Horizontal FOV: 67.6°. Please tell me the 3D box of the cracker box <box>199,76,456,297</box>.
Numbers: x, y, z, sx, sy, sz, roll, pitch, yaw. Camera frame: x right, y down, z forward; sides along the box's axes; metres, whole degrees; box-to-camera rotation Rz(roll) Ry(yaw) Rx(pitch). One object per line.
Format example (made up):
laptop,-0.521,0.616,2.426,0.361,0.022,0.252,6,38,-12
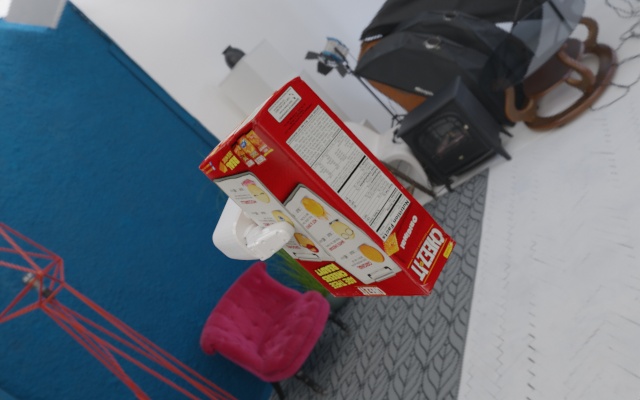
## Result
cracker box,0.000,0.002,0.467,0.214,0.072,0.164,44,-27,-14
